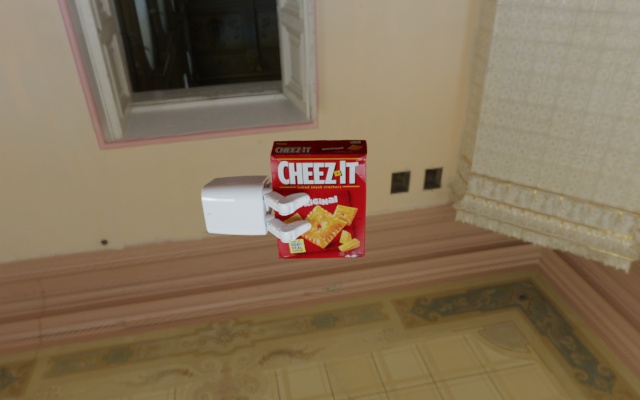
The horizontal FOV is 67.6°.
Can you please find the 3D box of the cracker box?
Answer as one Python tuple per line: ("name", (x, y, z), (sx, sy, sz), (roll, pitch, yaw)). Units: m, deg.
("cracker box", (0.000, 0.003, 0.857), (0.164, 0.214, 0.072), (-1, 30, 2))
